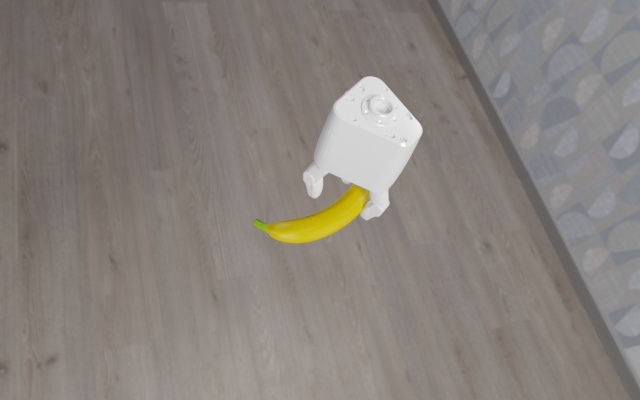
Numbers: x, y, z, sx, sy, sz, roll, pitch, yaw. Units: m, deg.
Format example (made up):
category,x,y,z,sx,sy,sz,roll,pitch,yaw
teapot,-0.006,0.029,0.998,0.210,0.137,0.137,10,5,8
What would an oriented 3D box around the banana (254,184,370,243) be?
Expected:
category,x,y,z,sx,sy,sz,roll,pitch,yaw
banana,0.006,0.018,0.701,0.198,0.069,0.037,-20,-25,-21
